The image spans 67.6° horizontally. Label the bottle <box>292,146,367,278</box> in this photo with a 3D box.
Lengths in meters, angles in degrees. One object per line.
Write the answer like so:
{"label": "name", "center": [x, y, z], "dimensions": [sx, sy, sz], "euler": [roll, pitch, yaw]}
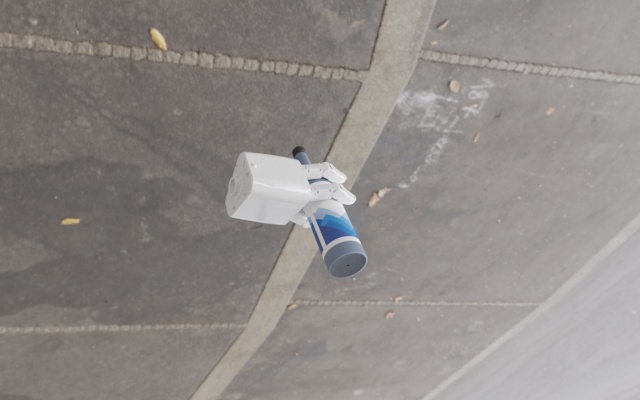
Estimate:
{"label": "bottle", "center": [0.000, 0.003, 0.860], "dimensions": [0.069, 0.069, 0.295], "euler": [0, 44, -25]}
